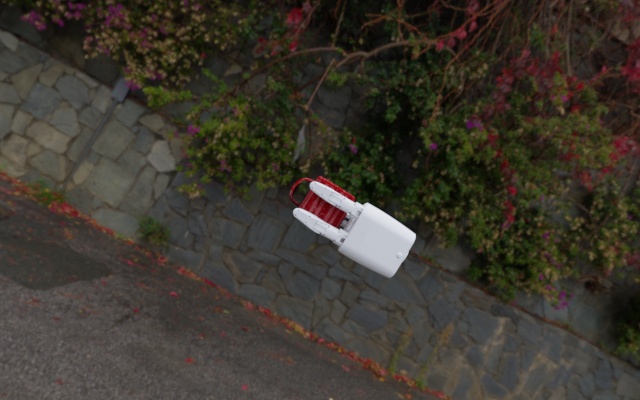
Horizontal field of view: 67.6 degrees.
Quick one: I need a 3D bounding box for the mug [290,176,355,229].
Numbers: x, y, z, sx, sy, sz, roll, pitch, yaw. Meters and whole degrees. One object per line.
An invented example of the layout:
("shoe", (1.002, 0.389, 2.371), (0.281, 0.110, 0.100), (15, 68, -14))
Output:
("mug", (-0.001, 0.002, 0.877), (0.117, 0.081, 0.093), (31, 1, -4))
